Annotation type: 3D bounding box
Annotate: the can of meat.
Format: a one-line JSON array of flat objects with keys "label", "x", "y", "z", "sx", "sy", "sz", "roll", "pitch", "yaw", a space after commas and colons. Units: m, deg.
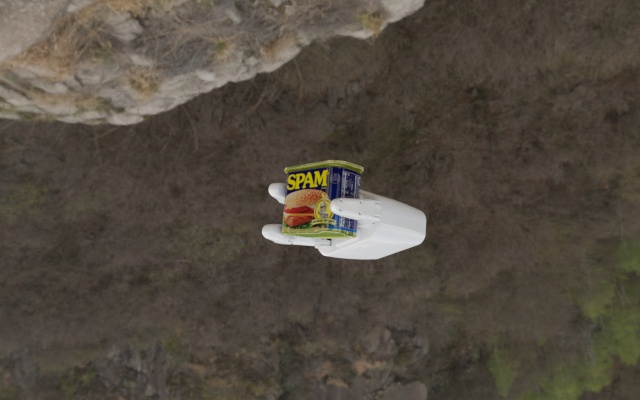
[{"label": "can of meat", "x": 0.000, "y": 0.002, "z": 0.578, "sx": 0.102, "sy": 0.084, "sz": 0.057, "roll": -5, "pitch": -13, "yaw": 44}]
